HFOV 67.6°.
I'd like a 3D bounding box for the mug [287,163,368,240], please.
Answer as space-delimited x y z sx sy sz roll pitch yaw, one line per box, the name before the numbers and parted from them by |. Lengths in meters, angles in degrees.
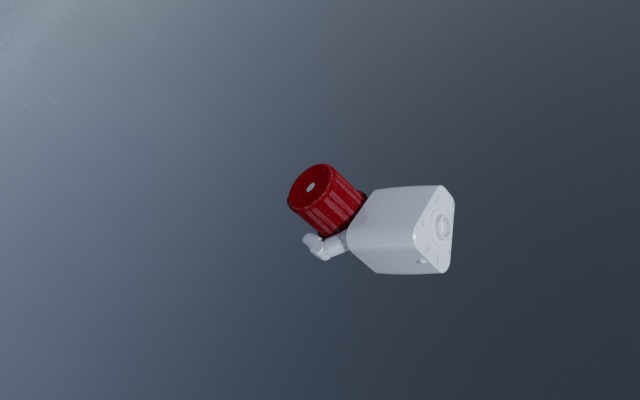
mug | -0.001 0.002 0.687 0.117 0.093 0.081 -5 -37 43
